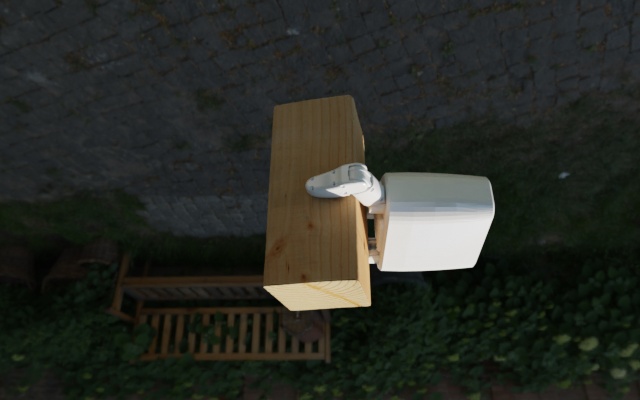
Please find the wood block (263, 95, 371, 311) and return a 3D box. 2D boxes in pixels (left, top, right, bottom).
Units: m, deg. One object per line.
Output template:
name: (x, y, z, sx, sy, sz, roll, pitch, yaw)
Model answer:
wood block: (0.000, 0.002, 0.508, 0.090, 0.206, 0.091, -6, -28, 11)
